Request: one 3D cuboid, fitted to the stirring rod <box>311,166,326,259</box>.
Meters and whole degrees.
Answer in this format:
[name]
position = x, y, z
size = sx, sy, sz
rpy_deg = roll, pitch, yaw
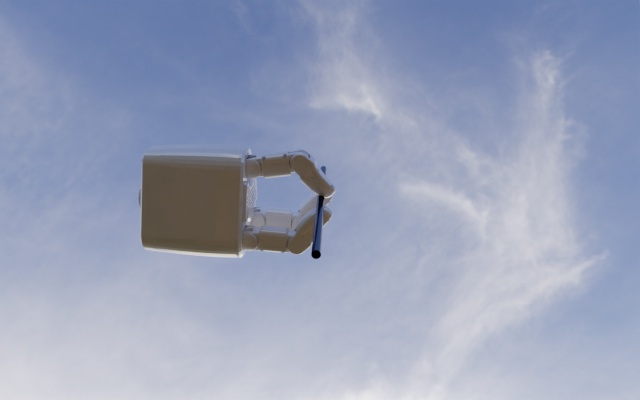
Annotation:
[stirring rod]
position = 0.000, 0.002, 0.495
size = 0.011, 0.011, 0.239
rpy_deg = 0, 20, 2
